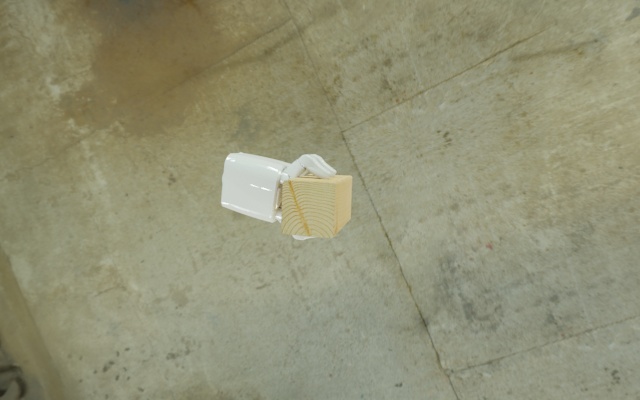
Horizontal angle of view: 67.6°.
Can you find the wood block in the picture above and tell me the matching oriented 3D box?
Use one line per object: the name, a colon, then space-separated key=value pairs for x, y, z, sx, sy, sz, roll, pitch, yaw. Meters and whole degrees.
wood block: x=0.000 y=0.003 z=0.866 sx=0.090 sy=0.091 sz=0.206 roll=4 pitch=7 yaw=11
